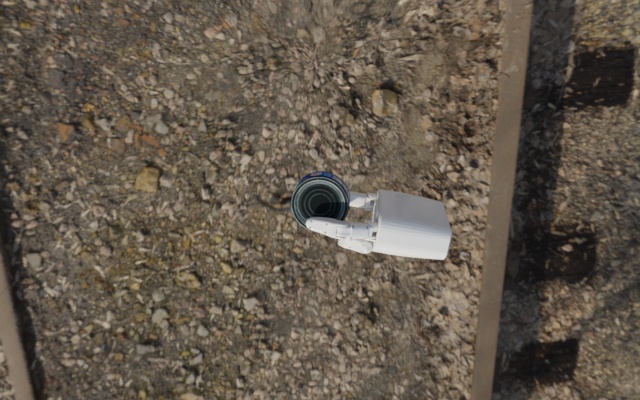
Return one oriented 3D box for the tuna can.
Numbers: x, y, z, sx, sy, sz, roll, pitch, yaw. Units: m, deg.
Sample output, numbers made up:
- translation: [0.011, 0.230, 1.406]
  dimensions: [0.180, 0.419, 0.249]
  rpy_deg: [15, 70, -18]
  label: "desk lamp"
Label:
- translation: [0.000, 0.002, 0.695]
  dimensions: [0.086, 0.086, 0.033]
  rpy_deg: [0, 15, 5]
  label: "tuna can"
